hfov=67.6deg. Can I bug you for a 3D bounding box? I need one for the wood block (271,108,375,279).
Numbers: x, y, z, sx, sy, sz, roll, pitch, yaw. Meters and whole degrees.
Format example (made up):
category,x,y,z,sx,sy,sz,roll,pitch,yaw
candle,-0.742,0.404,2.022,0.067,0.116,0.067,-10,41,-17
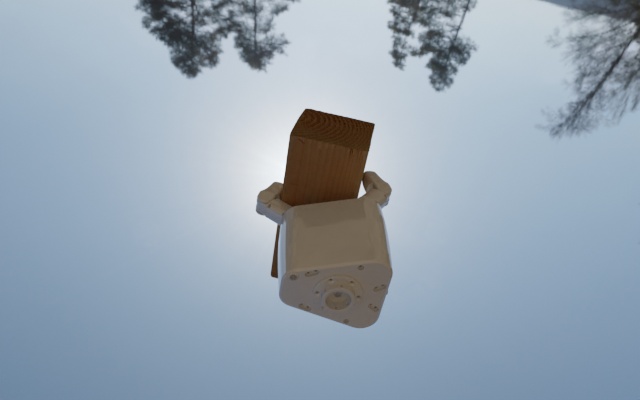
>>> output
category,x,y,z,sx,sy,sz,roll,pitch,yaw
wood block,0.000,0.002,0.604,0.091,0.206,0.090,14,32,4
